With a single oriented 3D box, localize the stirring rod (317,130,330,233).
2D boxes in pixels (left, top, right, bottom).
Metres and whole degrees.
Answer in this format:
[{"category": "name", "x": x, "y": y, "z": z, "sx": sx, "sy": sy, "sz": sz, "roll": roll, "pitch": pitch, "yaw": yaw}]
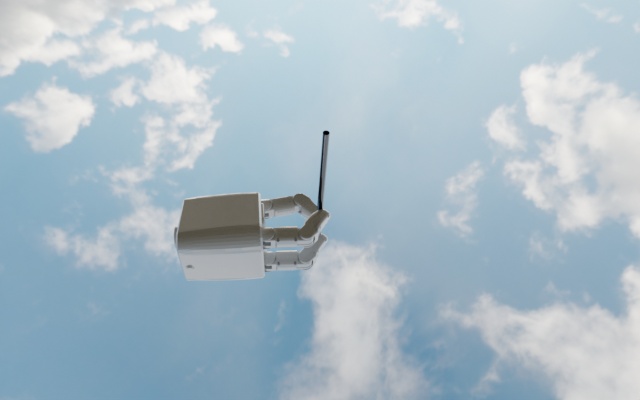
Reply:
[{"category": "stirring rod", "x": 0.000, "y": 0.002, "z": 0.626, "sx": 0.011, "sy": 0.011, "sz": 0.240, "roll": 0, "pitch": -40, "yaw": -4}]
